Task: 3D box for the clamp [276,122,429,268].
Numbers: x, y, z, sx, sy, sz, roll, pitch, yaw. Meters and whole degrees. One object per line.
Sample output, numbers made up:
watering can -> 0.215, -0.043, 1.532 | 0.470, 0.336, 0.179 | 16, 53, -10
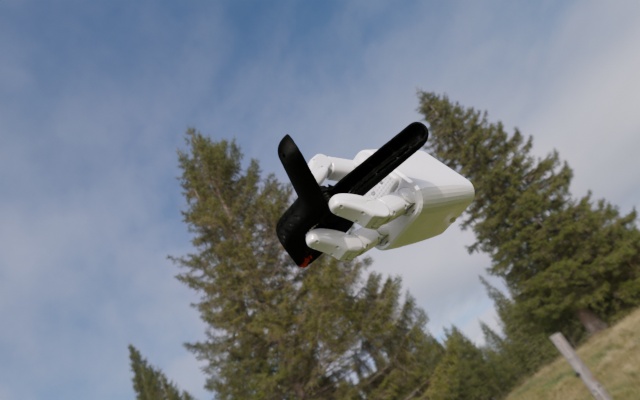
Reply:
clamp -> 0.000, 0.001, 0.488 | 0.164, 0.036, 0.210 | -5, -38, -38
